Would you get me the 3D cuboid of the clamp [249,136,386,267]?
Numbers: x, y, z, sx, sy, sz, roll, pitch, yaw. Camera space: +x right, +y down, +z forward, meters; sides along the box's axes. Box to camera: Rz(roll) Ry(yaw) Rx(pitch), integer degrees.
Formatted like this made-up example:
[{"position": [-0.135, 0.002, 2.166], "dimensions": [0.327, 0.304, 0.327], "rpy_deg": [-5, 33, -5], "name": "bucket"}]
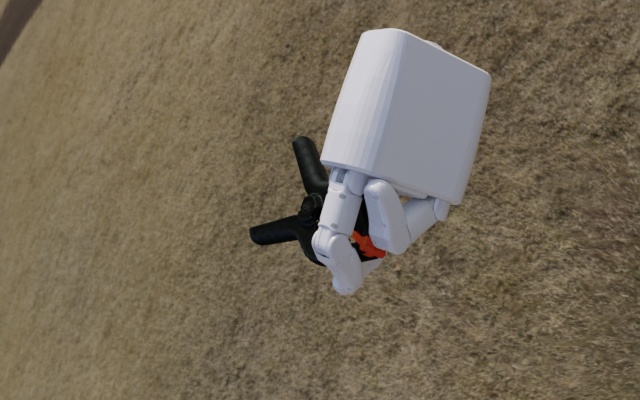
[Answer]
[{"position": [0.000, 0.001, 0.440], "dimensions": [0.039, 0.120, 0.171], "rpy_deg": [16, 0, -42], "name": "clamp"}]
